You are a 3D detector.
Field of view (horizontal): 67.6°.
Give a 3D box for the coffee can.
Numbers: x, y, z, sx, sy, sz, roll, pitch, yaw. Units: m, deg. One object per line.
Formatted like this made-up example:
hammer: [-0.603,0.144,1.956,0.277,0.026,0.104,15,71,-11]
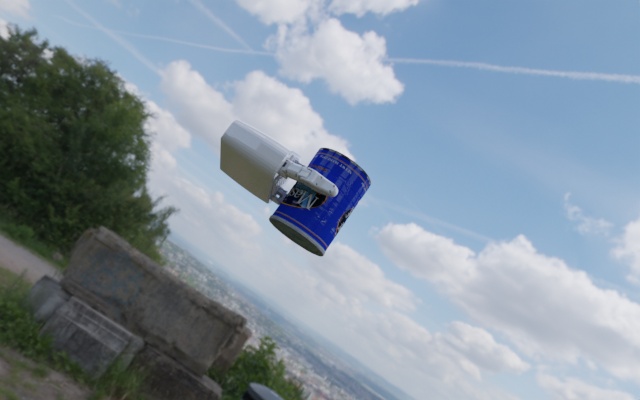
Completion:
coffee can: [0.000,0.003,0.755,0.103,0.140,0.103,33,-14,9]
